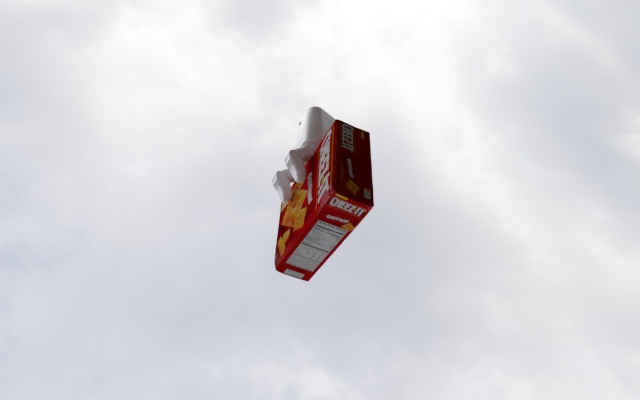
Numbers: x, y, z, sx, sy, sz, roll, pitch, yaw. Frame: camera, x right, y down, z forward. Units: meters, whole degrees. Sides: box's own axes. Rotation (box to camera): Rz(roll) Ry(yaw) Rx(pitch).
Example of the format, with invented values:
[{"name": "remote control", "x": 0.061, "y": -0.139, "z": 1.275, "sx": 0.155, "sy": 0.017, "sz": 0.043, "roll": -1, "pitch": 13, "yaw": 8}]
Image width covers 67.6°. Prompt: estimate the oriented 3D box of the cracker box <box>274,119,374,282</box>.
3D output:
[{"name": "cracker box", "x": 0.000, "y": 0.003, "z": 0.764, "sx": 0.072, "sy": 0.164, "sz": 0.214, "roll": 20, "pitch": -46, "yaw": -18}]
